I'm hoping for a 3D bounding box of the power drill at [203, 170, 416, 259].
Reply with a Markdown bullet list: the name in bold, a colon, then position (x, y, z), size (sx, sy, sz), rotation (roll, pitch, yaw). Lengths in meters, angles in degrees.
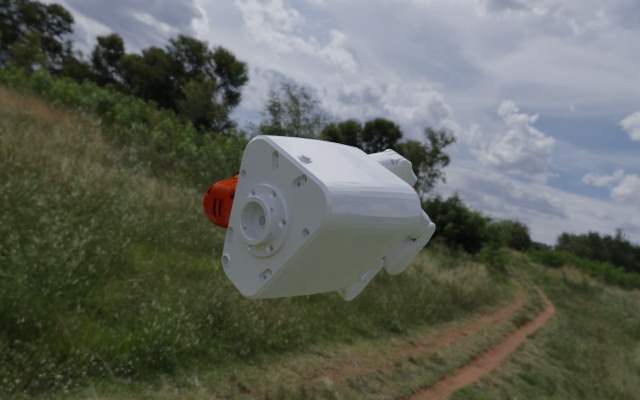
- **power drill**: position (0.000, 0.002, 0.505), size (0.187, 0.057, 0.184), rotation (10, 17, 22)
